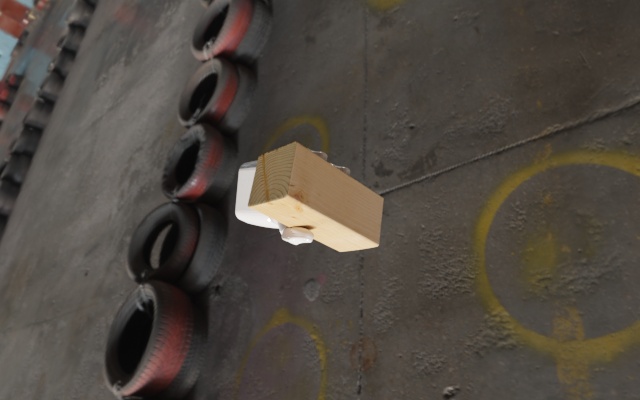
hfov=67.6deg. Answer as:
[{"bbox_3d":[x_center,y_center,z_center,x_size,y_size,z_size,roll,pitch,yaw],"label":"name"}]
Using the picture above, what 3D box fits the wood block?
[{"bbox_3d":[0.000,0.003,0.751,0.090,0.090,0.206,-14,-32,43],"label":"wood block"}]
